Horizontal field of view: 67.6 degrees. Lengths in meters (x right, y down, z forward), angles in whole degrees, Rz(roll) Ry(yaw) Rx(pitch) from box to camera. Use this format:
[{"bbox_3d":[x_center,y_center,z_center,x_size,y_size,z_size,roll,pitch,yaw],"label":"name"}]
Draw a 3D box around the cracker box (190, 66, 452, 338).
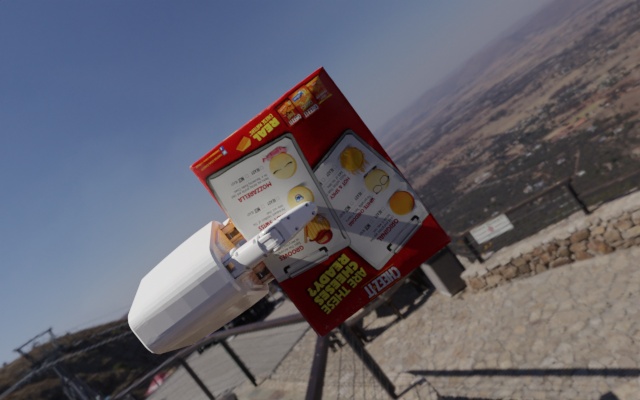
[{"bbox_3d":[0.000,0.001,0.493,0.164,0.214,0.072,-37,3,3],"label":"cracker box"}]
